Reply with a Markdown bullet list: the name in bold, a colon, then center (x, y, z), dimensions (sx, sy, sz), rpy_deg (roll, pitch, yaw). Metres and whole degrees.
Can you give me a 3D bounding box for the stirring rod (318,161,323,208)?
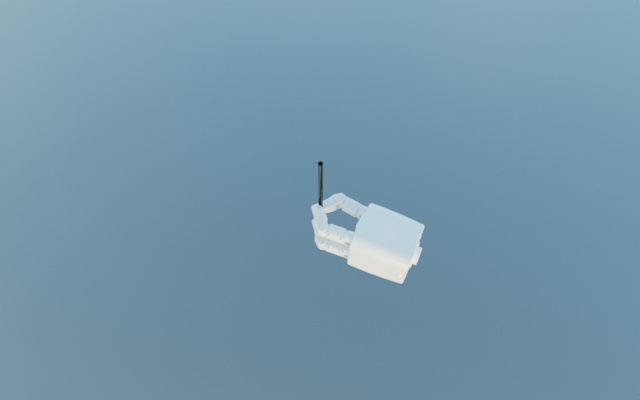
- **stirring rod**: center (0.000, 0.003, 0.839), dimensions (0.011, 0.011, 0.240), rpy_deg (0, -30, 0)
